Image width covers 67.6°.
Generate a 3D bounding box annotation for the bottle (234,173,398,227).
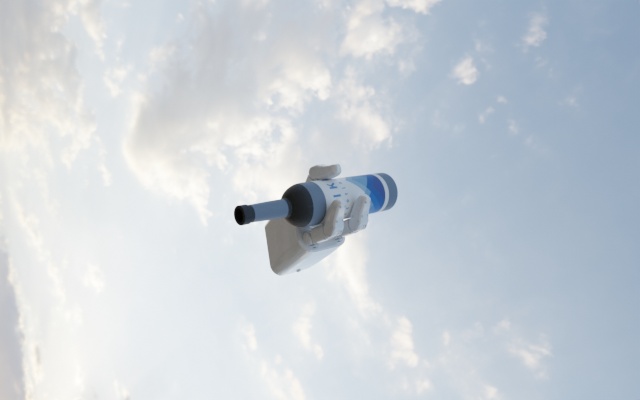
[{"bbox_3d":[0.000,0.002,0.731,0.295,0.069,0.069,-9,6,-42],"label":"bottle"}]
